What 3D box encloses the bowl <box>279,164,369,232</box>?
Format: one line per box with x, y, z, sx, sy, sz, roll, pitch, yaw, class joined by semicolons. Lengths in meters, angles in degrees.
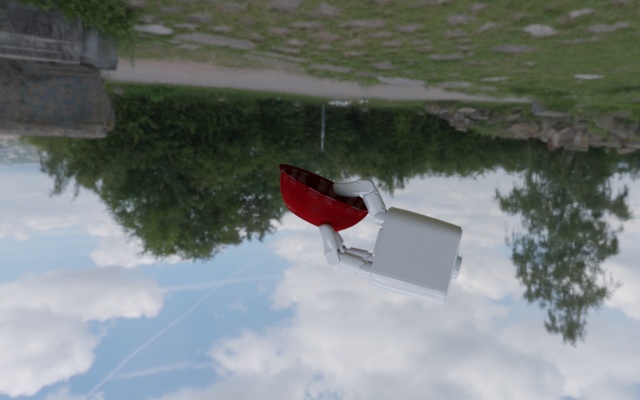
-0.001;0.002;0.727;0.162;0.055;0.162;25;10;-5;bowl
